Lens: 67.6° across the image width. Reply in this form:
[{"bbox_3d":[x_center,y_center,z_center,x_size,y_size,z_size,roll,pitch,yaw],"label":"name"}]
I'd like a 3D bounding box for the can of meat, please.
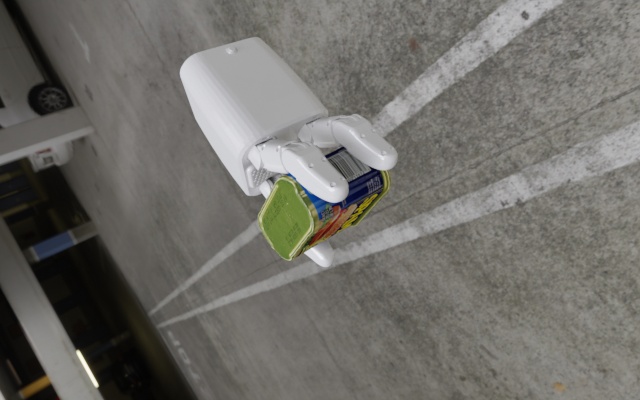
[{"bbox_3d":[0.000,0.002,0.416,0.084,0.057,0.102,-28,-15,-31],"label":"can of meat"}]
